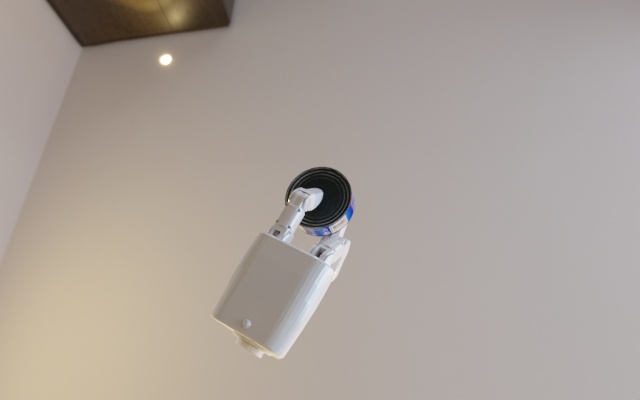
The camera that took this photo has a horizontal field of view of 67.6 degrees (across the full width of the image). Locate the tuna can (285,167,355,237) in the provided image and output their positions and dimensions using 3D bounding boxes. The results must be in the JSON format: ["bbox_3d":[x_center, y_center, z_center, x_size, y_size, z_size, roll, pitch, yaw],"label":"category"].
[{"bbox_3d":[0.000,0.002,0.610,0.086,0.086,0.034,0,-26,13],"label":"tuna can"}]
